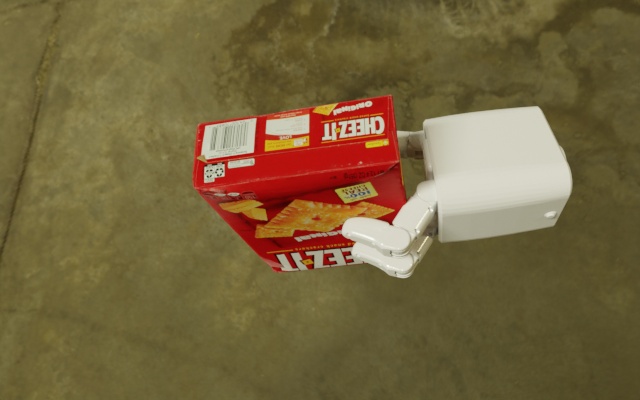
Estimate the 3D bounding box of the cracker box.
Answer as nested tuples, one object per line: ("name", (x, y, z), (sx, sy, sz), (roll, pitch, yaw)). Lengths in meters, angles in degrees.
("cracker box", (0.000, 0.001, 0.457), (0.164, 0.072, 0.214), (-7, -28, 11))
